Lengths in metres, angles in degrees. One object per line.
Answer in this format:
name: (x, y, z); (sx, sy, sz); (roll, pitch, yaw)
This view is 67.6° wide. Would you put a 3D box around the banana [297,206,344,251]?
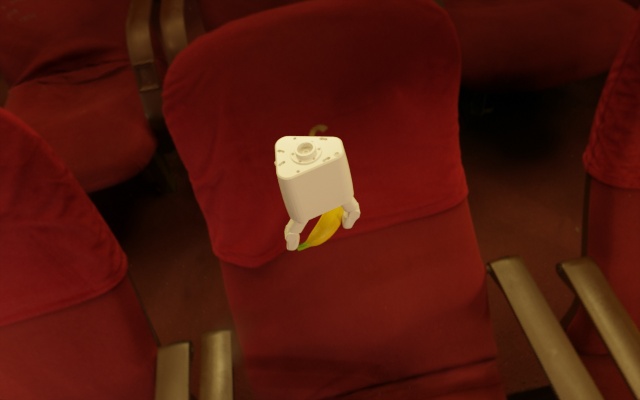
banana: (0.016, 0.008, 0.884); (0.069, 0.197, 0.037); (9, -35, 20)
